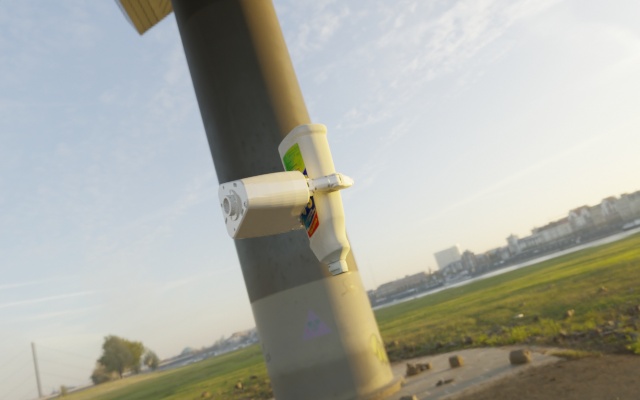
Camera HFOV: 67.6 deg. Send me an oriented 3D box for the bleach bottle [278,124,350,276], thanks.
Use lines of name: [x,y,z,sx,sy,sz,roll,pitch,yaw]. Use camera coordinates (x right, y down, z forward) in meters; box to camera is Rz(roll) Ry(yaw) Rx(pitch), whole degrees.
bleach bottle: [0.000,0.003,0.817,0.068,0.250,0.102,-9,-16,-33]
